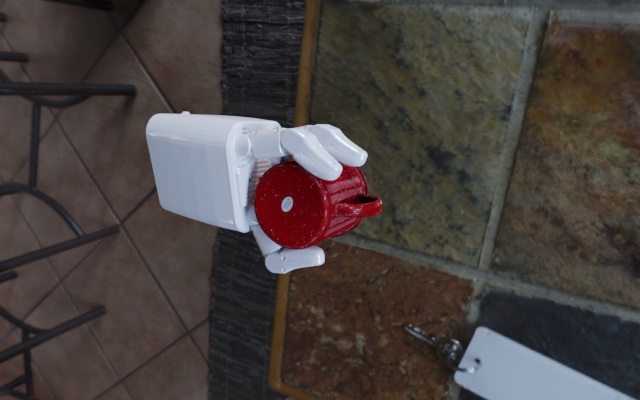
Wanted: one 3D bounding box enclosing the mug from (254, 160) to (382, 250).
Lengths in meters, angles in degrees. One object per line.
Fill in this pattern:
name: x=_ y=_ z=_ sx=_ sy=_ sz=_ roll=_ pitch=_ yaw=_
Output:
mug: x=0.001 y=0.002 z=0.456 sx=0.117 sy=0.093 sz=0.081 roll=10 pitch=14 yaw=25
